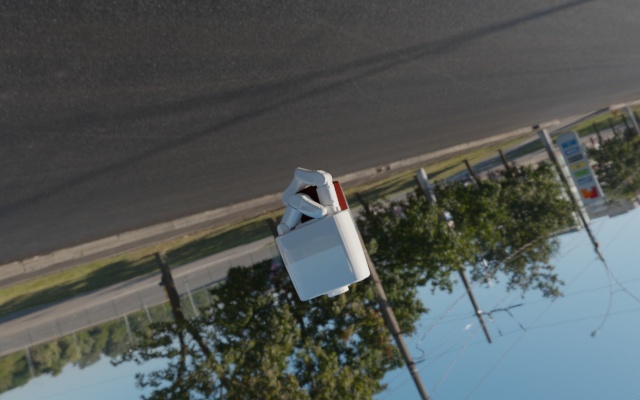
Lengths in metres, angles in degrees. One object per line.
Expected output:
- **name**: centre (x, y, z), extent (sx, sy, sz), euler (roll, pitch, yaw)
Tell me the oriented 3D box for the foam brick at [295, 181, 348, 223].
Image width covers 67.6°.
- **foam brick**: centre (0.000, 0.002, 0.778), extent (0.053, 0.051, 0.078), euler (-25, -7, 28)
